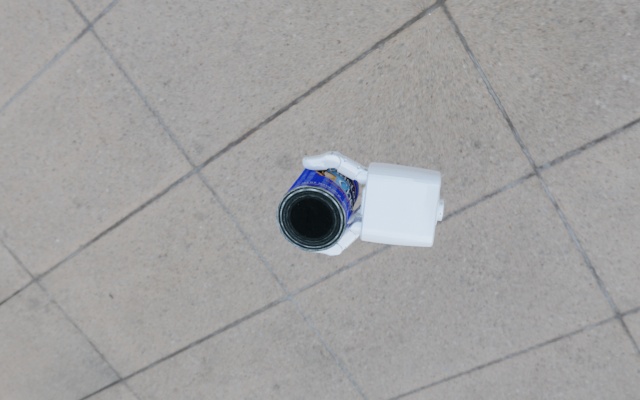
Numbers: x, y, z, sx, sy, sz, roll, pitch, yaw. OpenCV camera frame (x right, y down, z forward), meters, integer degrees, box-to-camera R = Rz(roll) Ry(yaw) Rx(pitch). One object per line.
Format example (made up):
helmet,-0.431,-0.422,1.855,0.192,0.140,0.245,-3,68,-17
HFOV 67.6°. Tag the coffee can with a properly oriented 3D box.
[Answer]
coffee can,0.000,0.002,0.736,0.103,0.103,0.140,0,21,13
